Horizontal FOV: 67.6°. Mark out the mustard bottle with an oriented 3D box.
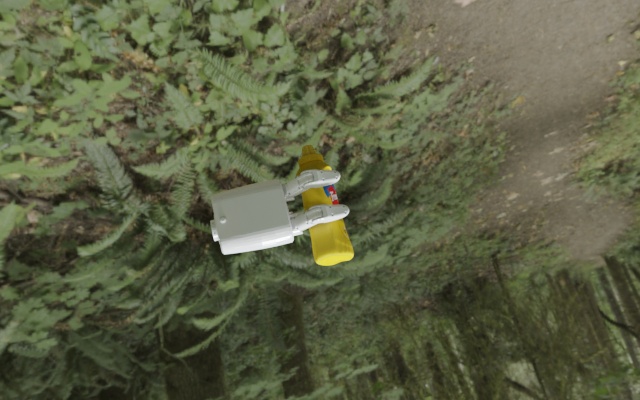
[{"bbox_3d":[0.001,0.003,0.750,0.058,0.191,0.096,-18,-16,13],"label":"mustard bottle"}]
